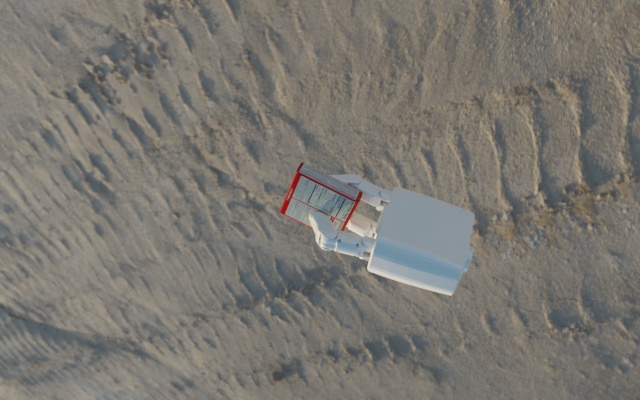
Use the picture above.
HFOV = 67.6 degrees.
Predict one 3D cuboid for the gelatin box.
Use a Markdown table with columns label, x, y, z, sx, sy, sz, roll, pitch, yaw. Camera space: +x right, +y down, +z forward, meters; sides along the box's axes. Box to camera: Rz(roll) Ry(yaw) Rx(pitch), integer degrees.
| label | x | y | z | sx | sy | sz | roll | pitch | yaw |
| --- | --- | --- | --- | --- | --- | --- | --- | --- | --- |
| gelatin box | 0.000 | 0.002 | 0.623 | 0.089 | 0.073 | 0.030 | 26 | 37 | 0 |
